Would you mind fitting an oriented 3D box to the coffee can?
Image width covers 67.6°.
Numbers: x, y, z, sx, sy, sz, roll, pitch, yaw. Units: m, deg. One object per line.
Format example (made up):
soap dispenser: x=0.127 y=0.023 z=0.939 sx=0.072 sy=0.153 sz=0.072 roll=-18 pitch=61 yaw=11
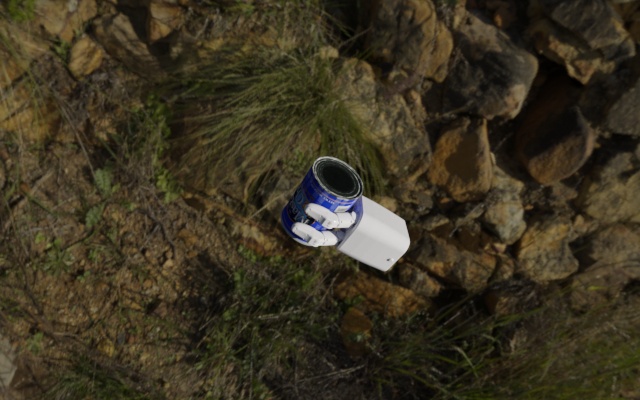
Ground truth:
coffee can: x=0.000 y=0.003 z=0.887 sx=0.103 sy=0.102 sz=0.140 roll=0 pitch=-39 yaw=-36
